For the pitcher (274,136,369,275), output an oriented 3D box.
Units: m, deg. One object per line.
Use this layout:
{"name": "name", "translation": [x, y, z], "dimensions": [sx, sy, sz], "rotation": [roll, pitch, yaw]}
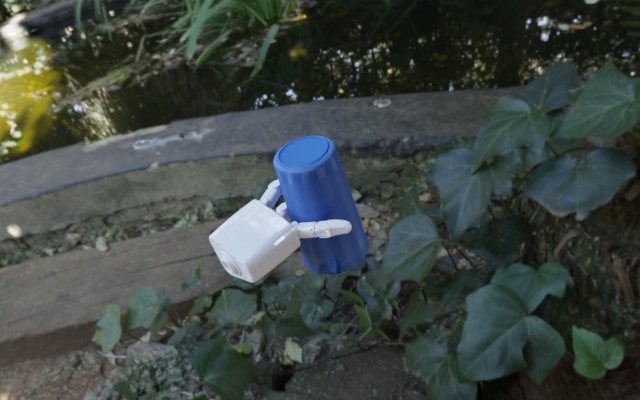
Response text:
{"name": "pitcher", "translation": [0.000, 0.003, 0.873], "dimensions": [0.145, 0.243, 0.149], "rotation": [-39, 41, -26]}
